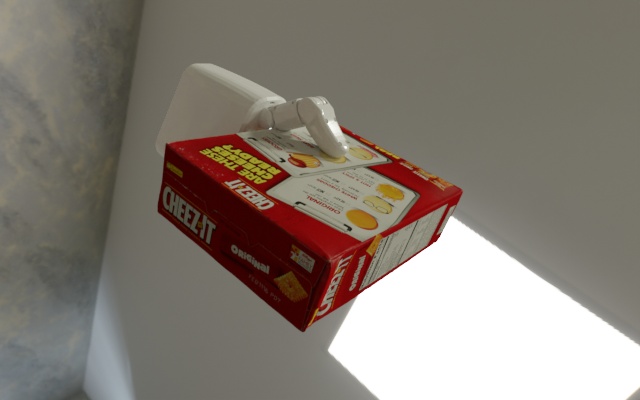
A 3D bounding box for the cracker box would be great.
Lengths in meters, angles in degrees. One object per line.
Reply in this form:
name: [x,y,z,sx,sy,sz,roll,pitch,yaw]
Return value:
cracker box: [0.000,0.001,0.412,0.164,0.072,0.213,33,31,27]
